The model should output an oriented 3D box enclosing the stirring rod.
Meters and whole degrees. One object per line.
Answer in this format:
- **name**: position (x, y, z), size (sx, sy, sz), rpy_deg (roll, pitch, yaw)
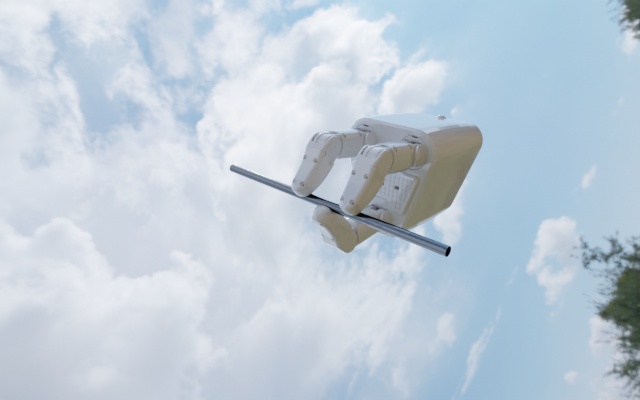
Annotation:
- **stirring rod**: position (0.000, 0.001, 0.403), size (0.239, 0.011, 0.011), rpy_deg (21, 13, 38)
